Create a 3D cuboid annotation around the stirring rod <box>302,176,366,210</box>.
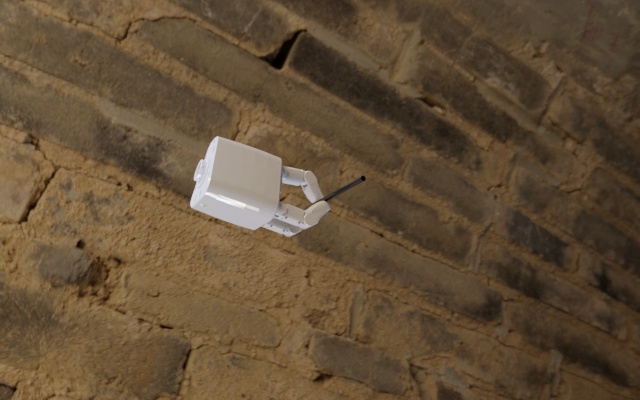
[{"bbox_3d":[0.000,0.002,0.748,0.011,0.011,0.239,0,-16,-30],"label":"stirring rod"}]
